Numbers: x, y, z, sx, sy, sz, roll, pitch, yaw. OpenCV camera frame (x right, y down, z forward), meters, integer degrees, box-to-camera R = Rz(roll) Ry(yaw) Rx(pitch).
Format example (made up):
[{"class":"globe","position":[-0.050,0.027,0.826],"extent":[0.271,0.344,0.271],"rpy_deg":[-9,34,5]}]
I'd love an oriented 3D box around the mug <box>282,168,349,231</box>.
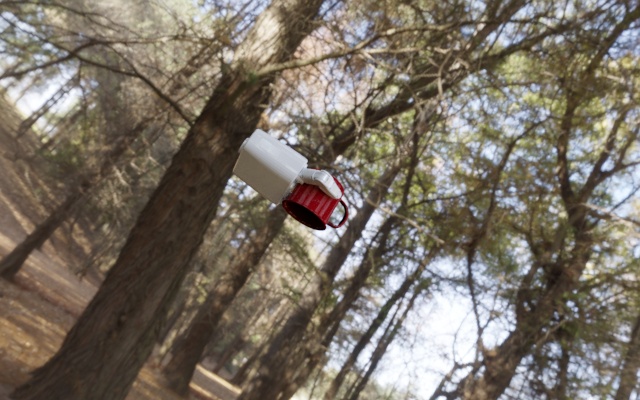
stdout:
[{"class":"mug","position":[0.001,0.003,0.866],"extent":[0.117,0.081,0.093],"rpy_deg":[34,-21,-4]}]
